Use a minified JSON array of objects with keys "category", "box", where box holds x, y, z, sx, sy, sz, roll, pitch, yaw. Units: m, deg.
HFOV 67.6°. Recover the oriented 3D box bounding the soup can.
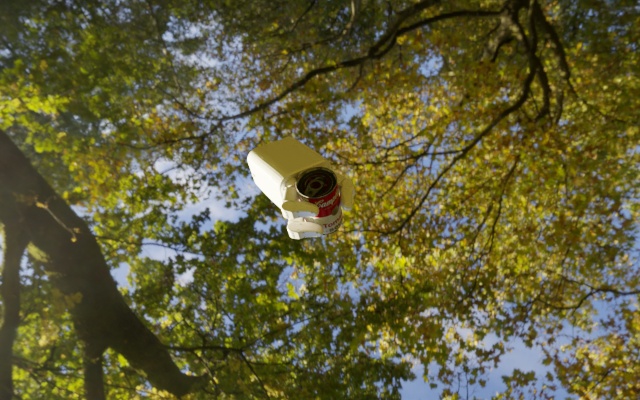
[{"category":"soup can","box":[0.001,0.003,0.805,0.068,0.068,0.102,0,-40,10]}]
